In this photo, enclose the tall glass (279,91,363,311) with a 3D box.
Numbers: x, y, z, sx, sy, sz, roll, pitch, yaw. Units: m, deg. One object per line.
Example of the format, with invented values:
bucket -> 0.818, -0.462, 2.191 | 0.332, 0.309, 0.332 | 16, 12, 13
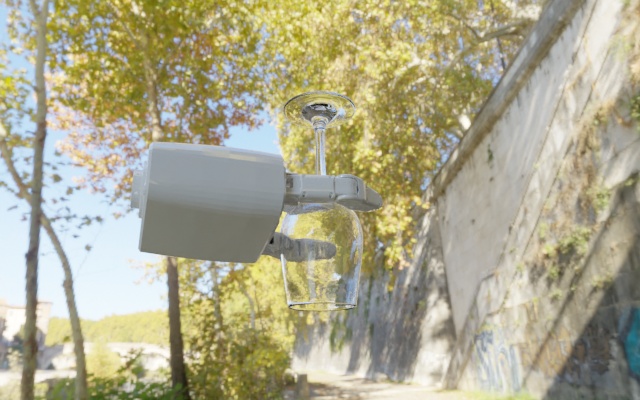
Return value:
tall glass -> 0.000, 0.001, 0.458 | 0.079, 0.201, 0.079 | -1, -19, 0
